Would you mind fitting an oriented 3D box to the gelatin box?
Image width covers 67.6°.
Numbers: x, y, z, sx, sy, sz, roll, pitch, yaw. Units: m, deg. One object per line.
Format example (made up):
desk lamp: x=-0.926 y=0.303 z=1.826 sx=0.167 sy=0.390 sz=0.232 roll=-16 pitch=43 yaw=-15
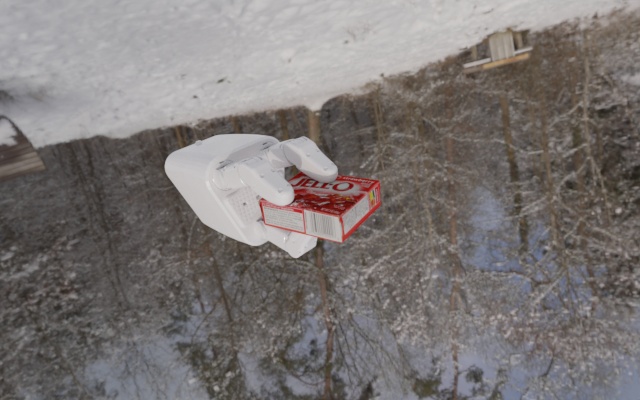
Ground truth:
gelatin box: x=0.000 y=0.002 z=0.441 sx=0.089 sy=0.030 sz=0.073 roll=11 pitch=31 yaw=32
